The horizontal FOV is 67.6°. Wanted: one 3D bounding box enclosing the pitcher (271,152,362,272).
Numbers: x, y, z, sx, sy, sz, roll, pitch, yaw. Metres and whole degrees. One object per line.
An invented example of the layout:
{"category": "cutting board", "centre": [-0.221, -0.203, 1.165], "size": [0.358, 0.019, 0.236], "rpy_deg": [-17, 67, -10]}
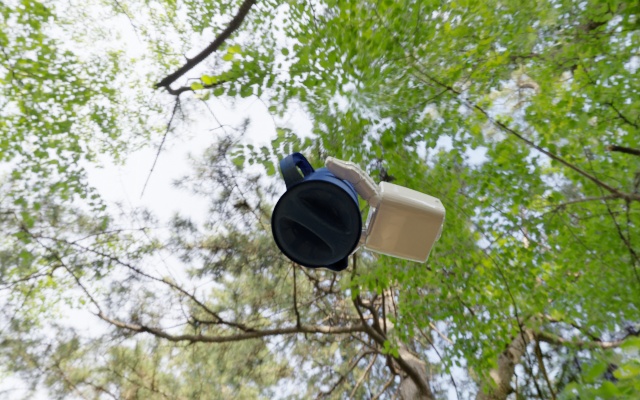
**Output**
{"category": "pitcher", "centre": [0.000, 0.003, 0.796], "size": [0.145, 0.149, 0.242], "rpy_deg": [16, 13, 2]}
